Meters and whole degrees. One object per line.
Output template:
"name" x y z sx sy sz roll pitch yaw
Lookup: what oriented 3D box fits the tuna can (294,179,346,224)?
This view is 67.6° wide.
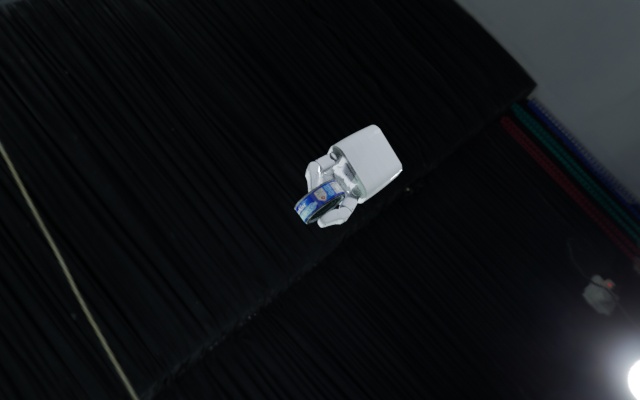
"tuna can" 0.000 0.003 0.810 0.086 0.033 0.086 -35 -11 -8
